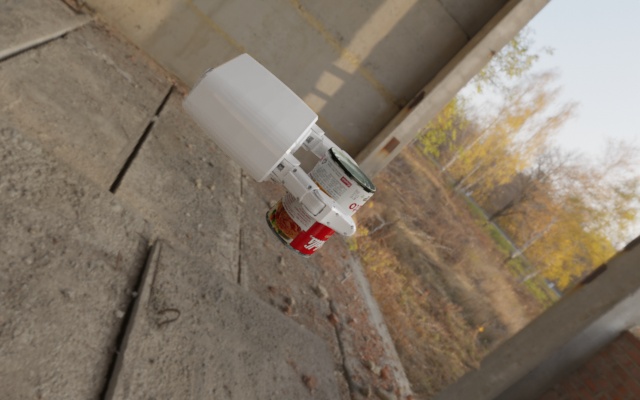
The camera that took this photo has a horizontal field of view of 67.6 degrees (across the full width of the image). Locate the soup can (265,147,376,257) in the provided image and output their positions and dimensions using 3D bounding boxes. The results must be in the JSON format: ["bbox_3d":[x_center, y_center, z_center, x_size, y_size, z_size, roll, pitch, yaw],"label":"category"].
[{"bbox_3d":[0.001,0.002,0.508,0.102,0.068,0.068,-45,-14,15],"label":"soup can"}]
